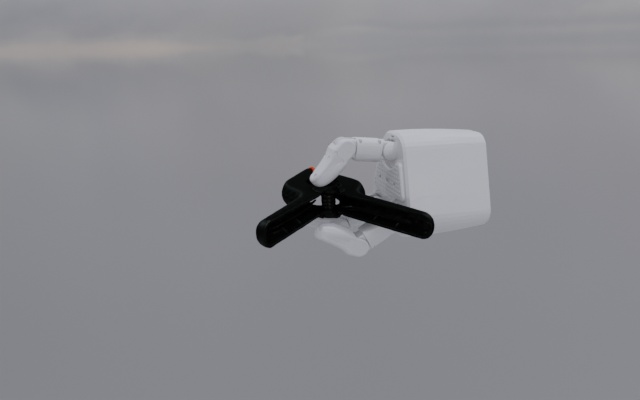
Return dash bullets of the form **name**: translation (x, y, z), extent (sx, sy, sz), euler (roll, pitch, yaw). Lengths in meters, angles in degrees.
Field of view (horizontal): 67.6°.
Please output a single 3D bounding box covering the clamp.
- **clamp**: translation (0.000, 0.001, 0.510), extent (0.164, 0.036, 0.210), euler (-3, 18, -17)
